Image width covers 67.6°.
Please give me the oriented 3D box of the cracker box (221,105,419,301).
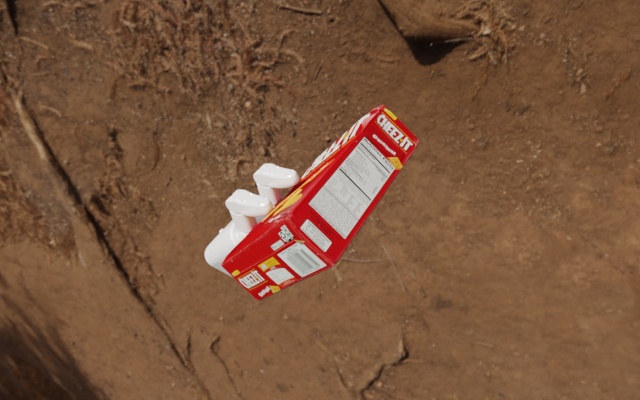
[{"bbox_3d":[0.000,0.002,0.549,0.164,0.072,0.213,-35,13,51],"label":"cracker box"}]
